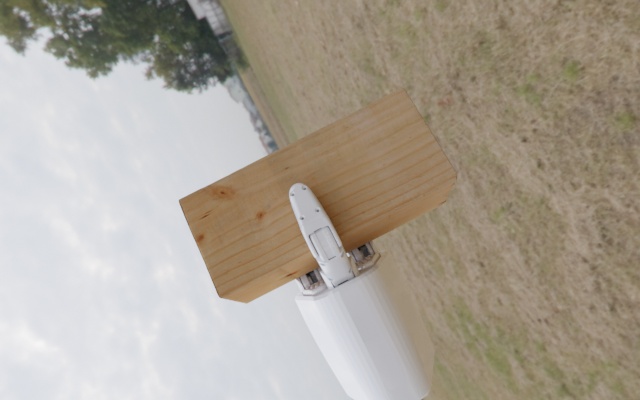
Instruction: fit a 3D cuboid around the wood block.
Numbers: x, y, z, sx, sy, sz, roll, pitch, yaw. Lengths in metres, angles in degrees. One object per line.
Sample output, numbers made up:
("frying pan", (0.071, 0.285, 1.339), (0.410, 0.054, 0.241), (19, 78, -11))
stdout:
("wood block", (0.000, 0.002, 0.417), (0.206, 0.090, 0.091), (-27, -16, -1))
